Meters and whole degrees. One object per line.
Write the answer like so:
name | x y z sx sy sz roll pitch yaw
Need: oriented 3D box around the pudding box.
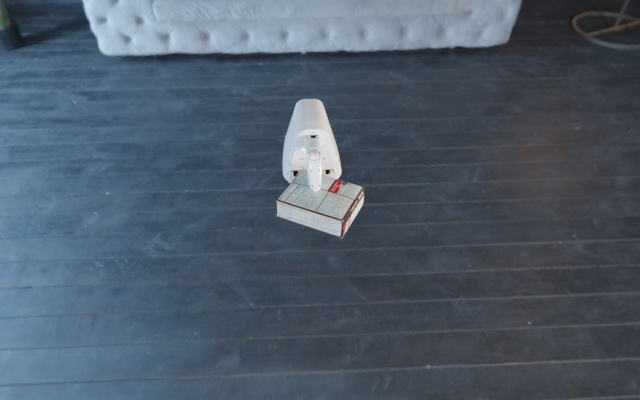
pudding box | 0.000 0.002 0.733 0.113 0.039 0.090 16 43 19
